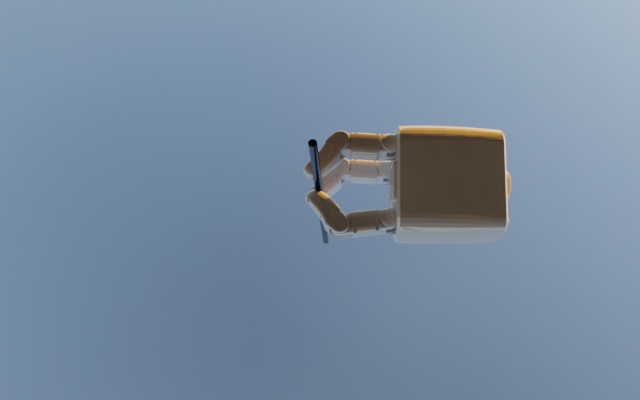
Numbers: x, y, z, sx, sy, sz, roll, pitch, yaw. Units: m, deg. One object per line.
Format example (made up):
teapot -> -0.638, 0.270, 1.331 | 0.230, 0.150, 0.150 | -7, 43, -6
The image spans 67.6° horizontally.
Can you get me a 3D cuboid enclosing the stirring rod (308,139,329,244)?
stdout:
stirring rod -> 0.000, 0.002, 0.522 | 0.011, 0.011, 0.240 | 0, -25, 4
